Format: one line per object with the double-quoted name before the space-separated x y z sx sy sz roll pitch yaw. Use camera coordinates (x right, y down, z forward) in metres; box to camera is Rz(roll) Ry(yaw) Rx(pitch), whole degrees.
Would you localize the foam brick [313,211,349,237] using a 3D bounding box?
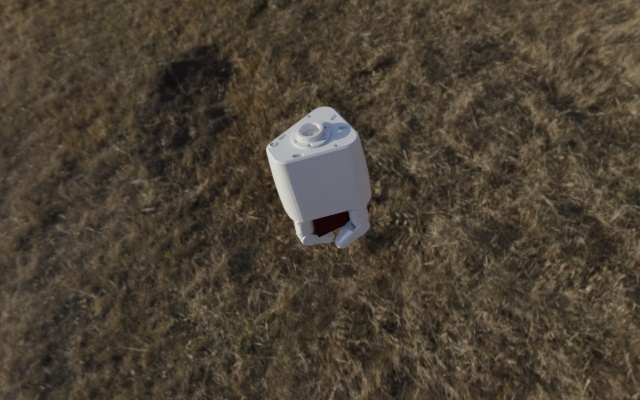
"foam brick" 0.000 0.002 0.681 0.053 0.051 0.078 -25 47 -15
